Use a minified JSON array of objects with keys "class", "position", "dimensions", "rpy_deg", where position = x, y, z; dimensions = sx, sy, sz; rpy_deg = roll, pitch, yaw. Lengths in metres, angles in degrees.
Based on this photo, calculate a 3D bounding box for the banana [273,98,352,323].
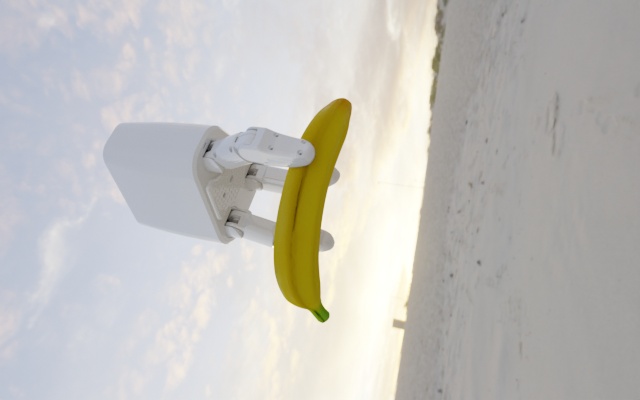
[{"class":"banana","position":[-0.008,0.002,0.397],"dimensions":[0.037,0.198,0.069],"rpy_deg":[6,-5,24]}]
